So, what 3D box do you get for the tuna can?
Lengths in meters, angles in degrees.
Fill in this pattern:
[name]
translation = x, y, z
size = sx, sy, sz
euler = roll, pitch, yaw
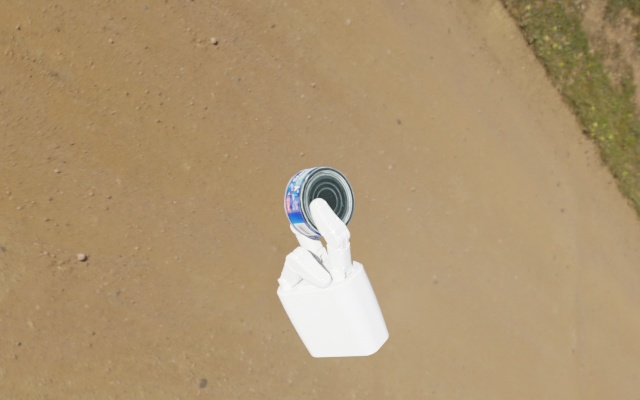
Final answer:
[tuna can]
translation = 0.000, 0.002, 0.578
size = 0.086, 0.086, 0.034
euler = 0, -5, -38
